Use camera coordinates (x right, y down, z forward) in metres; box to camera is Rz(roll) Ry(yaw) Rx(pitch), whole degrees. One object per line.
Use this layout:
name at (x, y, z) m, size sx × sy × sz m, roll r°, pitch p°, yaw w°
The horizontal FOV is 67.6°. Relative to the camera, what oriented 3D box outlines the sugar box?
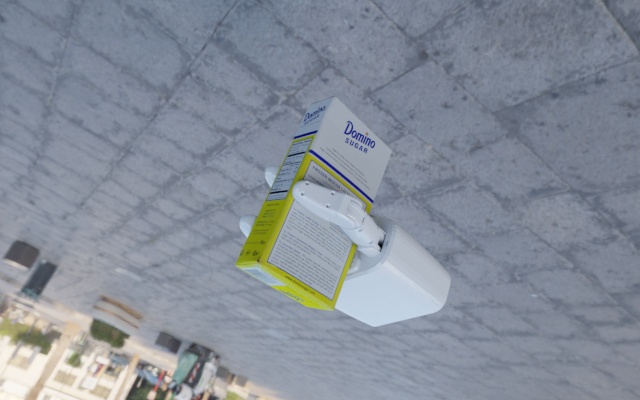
sugar box at (0.000, 0.002, 0.446) m, size 0.093 × 0.176 × 0.048 m, roll 38°, pitch -29°, yaw -31°
